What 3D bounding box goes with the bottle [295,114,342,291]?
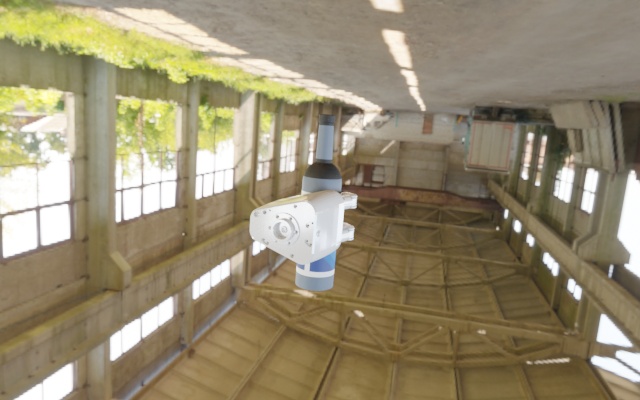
[{"bbox_3d":[0.000,0.003,0.815,0.069,0.296,0.069,4,9,-1],"label":"bottle"}]
